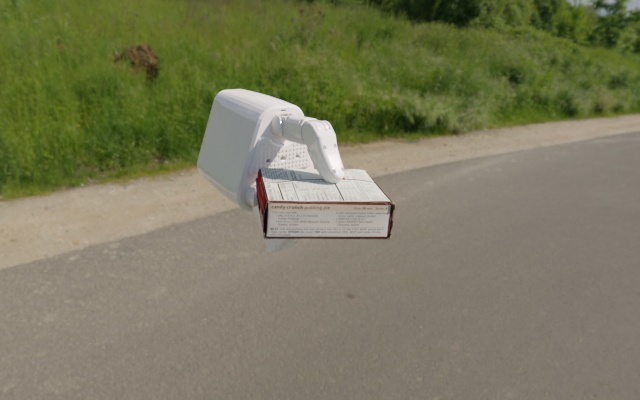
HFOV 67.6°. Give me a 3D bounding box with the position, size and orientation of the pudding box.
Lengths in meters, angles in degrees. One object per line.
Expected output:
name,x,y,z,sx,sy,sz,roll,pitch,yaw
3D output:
pudding box,0.000,0.001,0.435,0.113,0.039,0.090,-1,23,-11
